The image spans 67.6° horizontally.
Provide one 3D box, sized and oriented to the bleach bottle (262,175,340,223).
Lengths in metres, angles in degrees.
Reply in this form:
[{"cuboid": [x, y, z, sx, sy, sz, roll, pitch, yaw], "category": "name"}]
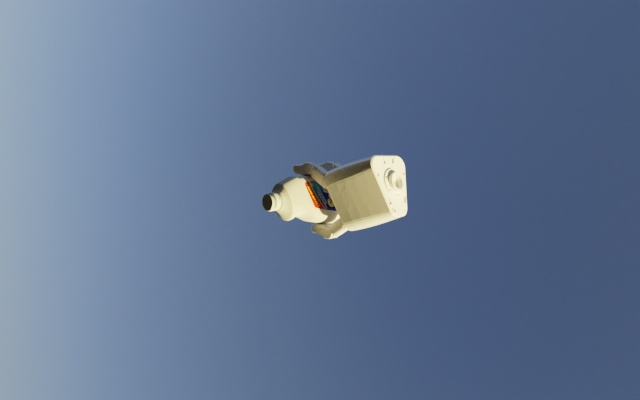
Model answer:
[{"cuboid": [0.000, 0.003, 0.886, 0.251, 0.102, 0.068, -6, -9, -46], "category": "bleach bottle"}]
